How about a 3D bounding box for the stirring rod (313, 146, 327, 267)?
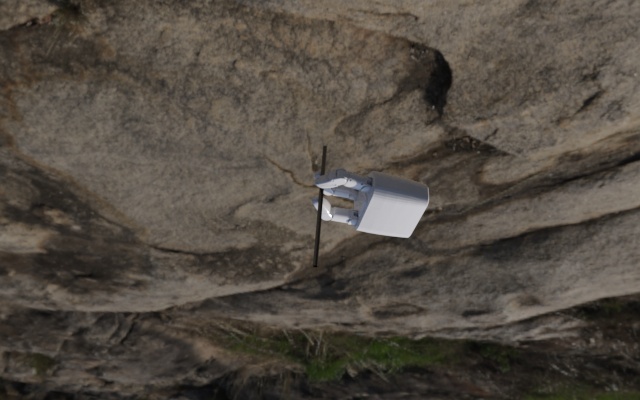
[{"bbox_3d":[0.000,0.003,0.819,0.011,0.239,0.011,3,-32,2],"label":"stirring rod"}]
